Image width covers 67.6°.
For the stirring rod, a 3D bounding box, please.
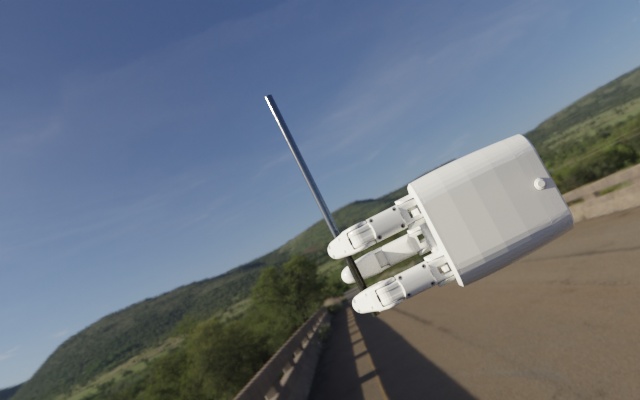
[{"bbox_3d":[0.000,0.002,0.467,0.011,0.239,0.011,-26,-8,-4],"label":"stirring rod"}]
